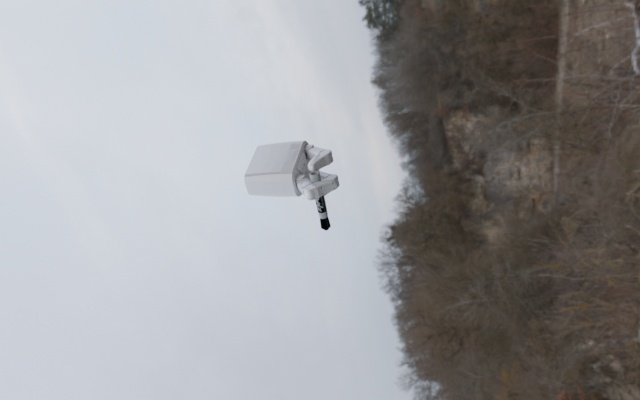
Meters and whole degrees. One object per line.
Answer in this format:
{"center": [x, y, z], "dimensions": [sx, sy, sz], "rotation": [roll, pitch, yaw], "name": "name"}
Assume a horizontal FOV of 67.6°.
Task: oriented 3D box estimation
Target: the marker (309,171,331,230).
{"center": [0.000, 0.003, 0.879], "dimensions": [0.020, 0.121, 0.020], "rotation": [-9, 29, 5], "name": "marker"}
